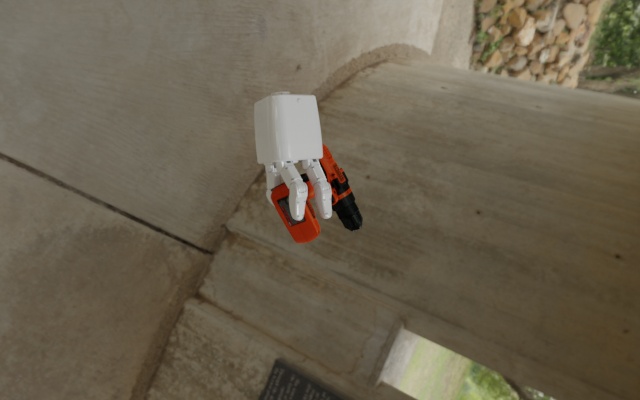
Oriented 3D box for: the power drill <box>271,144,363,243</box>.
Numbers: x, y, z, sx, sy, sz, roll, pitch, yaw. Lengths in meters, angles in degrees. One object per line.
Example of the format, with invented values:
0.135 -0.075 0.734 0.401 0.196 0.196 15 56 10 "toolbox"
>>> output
0.000 0.003 0.858 0.057 0.184 0.187 -25 10 31 "power drill"
